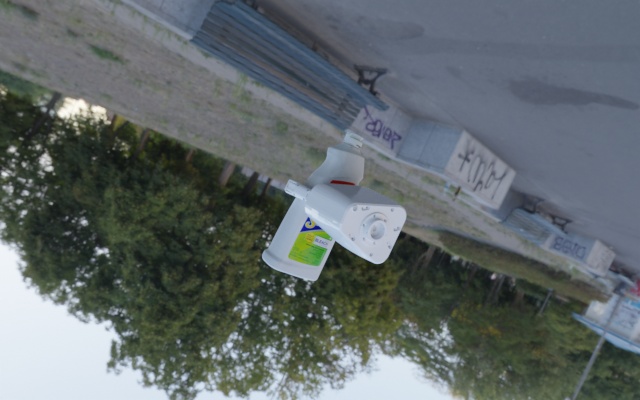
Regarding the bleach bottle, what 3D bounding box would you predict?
[{"bbox_3d":[0.000,0.003,0.794,0.102,0.251,0.068,23,3,-32],"label":"bleach bottle"}]
